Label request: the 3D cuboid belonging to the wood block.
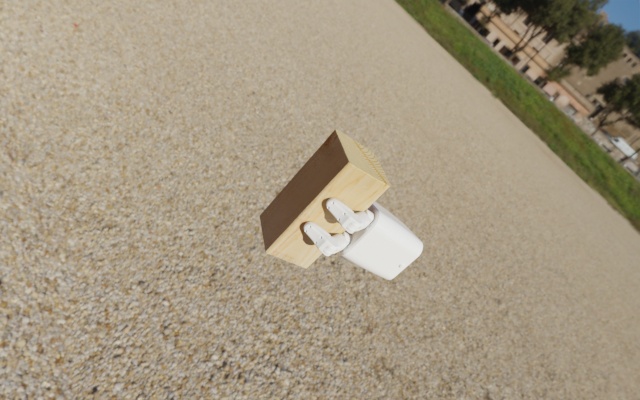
[{"bbox_3d":[0.000,0.002,0.765,0.090,0.206,0.090,26,30,-32],"label":"wood block"}]
